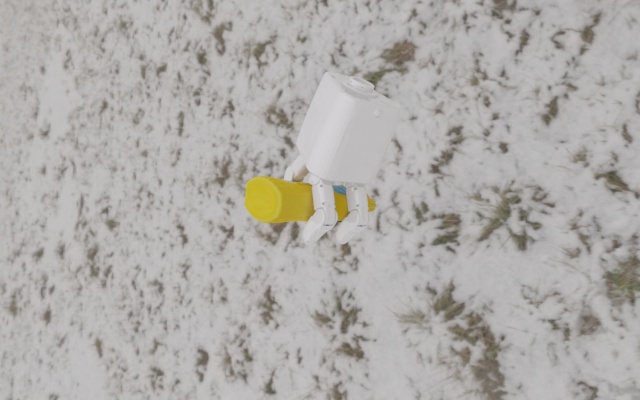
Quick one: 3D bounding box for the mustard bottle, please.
[{"bbox_3d":[0.000,0.002,0.654,0.191,0.058,0.096,3,6,-36],"label":"mustard bottle"}]
